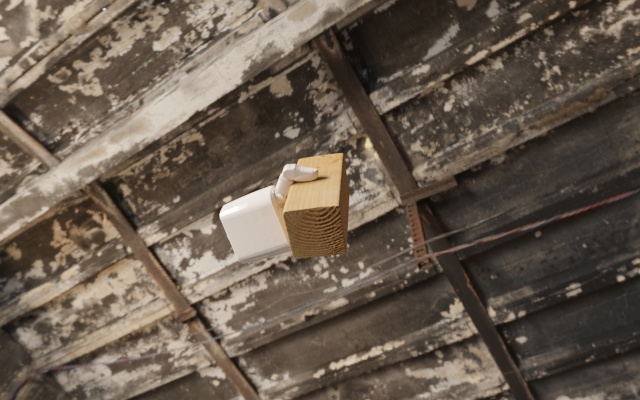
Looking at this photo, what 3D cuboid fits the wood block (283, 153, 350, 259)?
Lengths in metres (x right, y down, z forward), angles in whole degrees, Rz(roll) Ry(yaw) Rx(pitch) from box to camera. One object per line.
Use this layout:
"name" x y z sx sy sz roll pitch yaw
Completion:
"wood block" 0.000 0.002 0.828 0.090 0.091 0.206 -7 28 8
